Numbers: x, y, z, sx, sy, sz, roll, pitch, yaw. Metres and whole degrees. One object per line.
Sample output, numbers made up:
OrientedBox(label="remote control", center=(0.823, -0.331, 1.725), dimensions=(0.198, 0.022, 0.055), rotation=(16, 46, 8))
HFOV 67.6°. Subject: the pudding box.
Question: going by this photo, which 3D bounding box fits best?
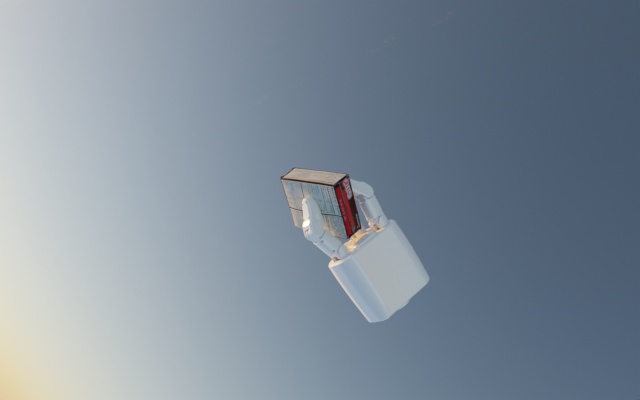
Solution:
OrientedBox(label="pudding box", center=(0.000, 0.002, 0.699), dimensions=(0.113, 0.090, 0.039), rotation=(9, 34, 41))
